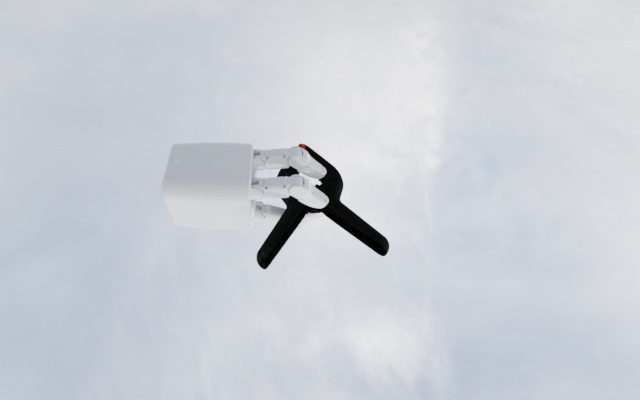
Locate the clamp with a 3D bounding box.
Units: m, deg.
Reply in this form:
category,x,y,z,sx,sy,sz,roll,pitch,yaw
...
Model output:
category,x,y,z,sx,sy,sz,roll,pitch,yaw
clamp,0.000,0.002,0.644,0.164,0.209,0.036,1,-43,-5
